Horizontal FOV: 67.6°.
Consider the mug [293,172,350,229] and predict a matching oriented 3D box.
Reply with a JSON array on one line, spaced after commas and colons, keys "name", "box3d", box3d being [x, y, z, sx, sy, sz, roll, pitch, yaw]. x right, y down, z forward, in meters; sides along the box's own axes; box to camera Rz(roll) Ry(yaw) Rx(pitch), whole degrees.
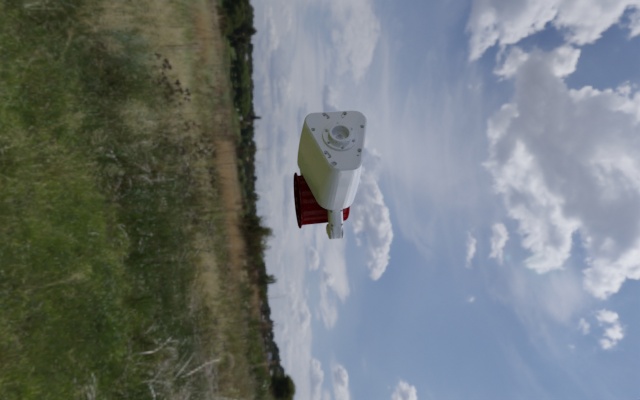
[{"name": "mug", "box3d": [0.000, 0.003, 0.799, 0.081, 0.093, 0.117, -5, -28, -9]}]
